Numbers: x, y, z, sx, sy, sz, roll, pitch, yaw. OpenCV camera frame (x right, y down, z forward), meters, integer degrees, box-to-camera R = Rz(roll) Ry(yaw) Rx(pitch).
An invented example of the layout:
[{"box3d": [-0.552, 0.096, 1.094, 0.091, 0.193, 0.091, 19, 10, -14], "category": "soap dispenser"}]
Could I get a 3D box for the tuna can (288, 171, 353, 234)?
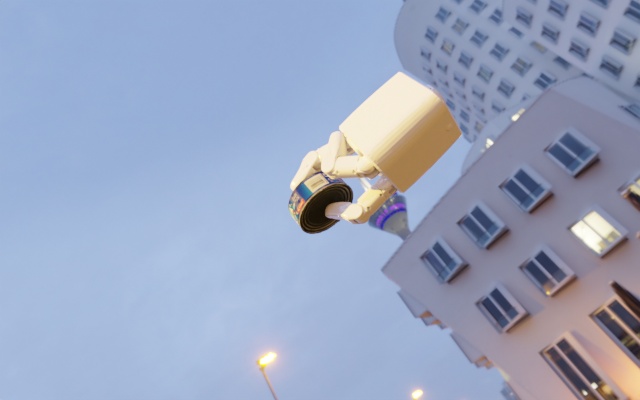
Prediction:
[{"box3d": [0.000, 0.002, 0.642, 0.086, 0.086, 0.033, 0, 38, -44], "category": "tuna can"}]
